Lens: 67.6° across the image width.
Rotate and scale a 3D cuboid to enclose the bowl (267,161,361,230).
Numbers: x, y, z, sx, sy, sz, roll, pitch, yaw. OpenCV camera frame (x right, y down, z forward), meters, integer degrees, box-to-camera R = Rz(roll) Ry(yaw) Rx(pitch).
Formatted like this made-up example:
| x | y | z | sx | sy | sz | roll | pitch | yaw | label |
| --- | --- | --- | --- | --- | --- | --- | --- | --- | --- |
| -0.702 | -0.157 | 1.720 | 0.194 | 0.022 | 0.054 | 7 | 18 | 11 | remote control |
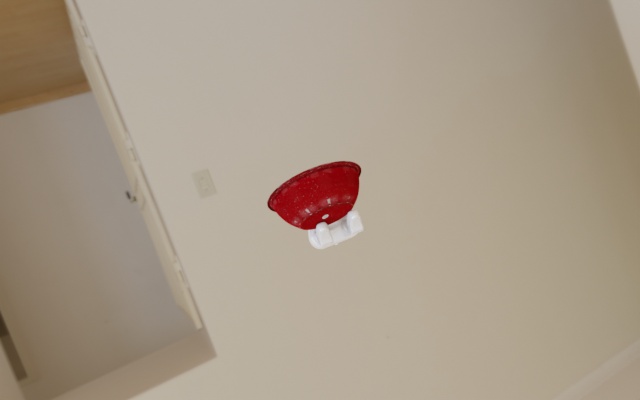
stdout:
| x | y | z | sx | sy | sz | roll | pitch | yaw | label |
| --- | --- | --- | --- | --- | --- | --- | --- | --- | --- |
| 0.000 | 0.003 | 0.757 | 0.162 | 0.055 | 0.162 | -20 | -20 | -7 | bowl |
